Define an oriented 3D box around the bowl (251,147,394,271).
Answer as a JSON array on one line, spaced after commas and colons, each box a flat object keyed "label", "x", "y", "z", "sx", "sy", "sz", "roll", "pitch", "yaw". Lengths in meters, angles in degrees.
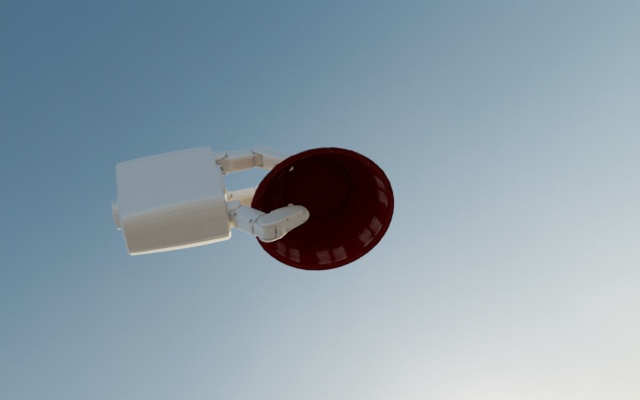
[{"label": "bowl", "x": 0.001, "y": 0.002, "z": 0.550, "sx": 0.162, "sy": 0.162, "sz": 0.055, "roll": 0, "pitch": 31, "yaw": -9}]
